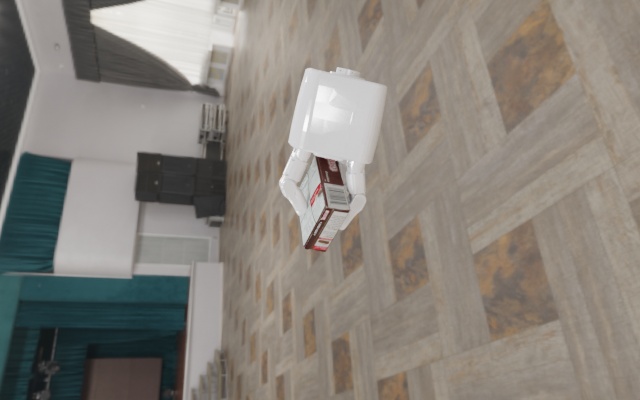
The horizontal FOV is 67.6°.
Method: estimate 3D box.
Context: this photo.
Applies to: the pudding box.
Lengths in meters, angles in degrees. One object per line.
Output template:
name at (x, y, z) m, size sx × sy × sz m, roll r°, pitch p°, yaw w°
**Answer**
pudding box at (0.000, 0.002, 0.684) m, size 0.039 × 0.113 × 0.090 m, roll 11°, pitch -48°, yaw -19°
